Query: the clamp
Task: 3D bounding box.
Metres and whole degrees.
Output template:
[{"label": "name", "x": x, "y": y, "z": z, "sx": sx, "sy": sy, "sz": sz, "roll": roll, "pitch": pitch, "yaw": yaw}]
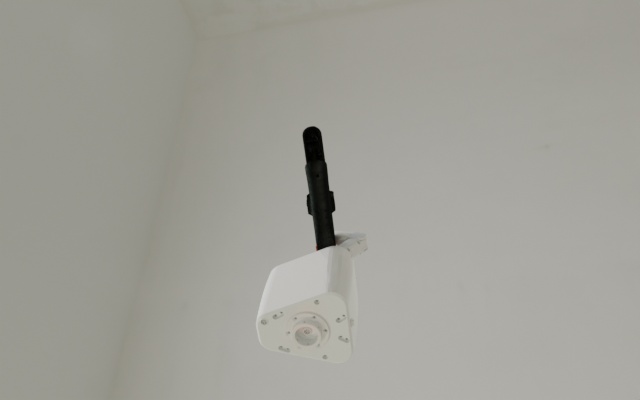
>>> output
[{"label": "clamp", "x": 0.000, "y": 0.002, "z": 0.594, "sx": 0.039, "sy": 0.171, "sz": 0.120, "roll": -7, "pitch": 20, "yaw": 6}]
